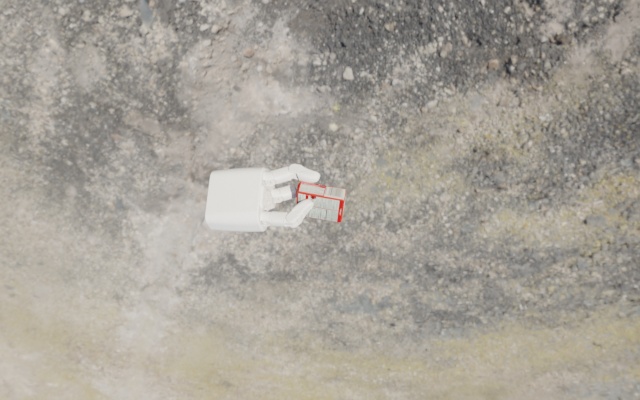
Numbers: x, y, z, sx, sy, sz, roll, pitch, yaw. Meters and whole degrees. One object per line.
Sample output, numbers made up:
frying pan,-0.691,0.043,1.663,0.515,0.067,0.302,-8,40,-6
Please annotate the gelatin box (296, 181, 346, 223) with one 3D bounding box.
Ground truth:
gelatin box,0.000,0.003,0.885,0.089,0.030,0.073,10,-37,5
